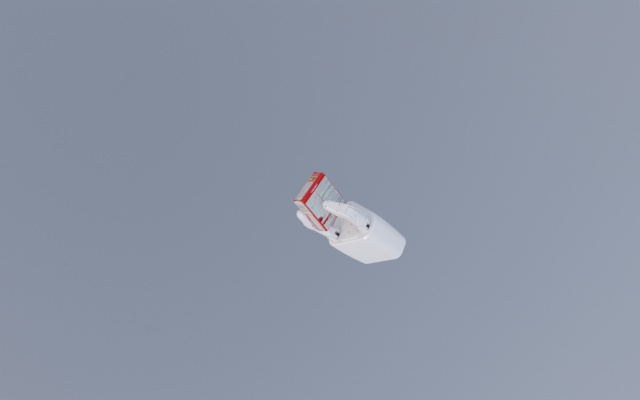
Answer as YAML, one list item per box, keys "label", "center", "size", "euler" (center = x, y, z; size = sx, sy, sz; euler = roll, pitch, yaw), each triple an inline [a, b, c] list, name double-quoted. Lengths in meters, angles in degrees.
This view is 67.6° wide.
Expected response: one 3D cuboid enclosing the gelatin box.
- label: "gelatin box"
  center: [0.000, 0.003, 0.885]
  size: [0.030, 0.073, 0.089]
  euler: [7, -35, 47]
